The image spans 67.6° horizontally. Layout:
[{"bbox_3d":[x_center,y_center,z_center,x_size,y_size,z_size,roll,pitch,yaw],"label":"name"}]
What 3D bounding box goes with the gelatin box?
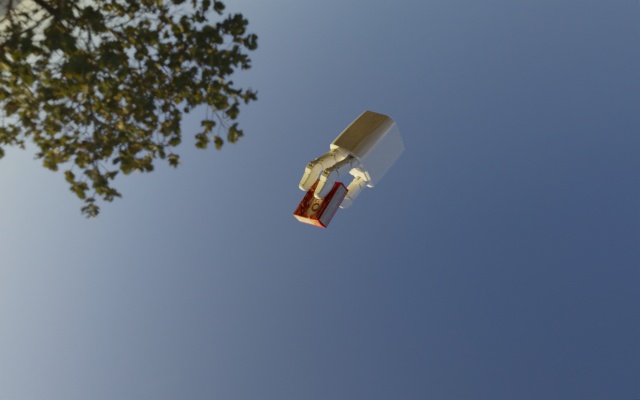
[{"bbox_3d":[0.000,0.003,0.895,0.073,0.089,0.030,12,-26,47],"label":"gelatin box"}]
